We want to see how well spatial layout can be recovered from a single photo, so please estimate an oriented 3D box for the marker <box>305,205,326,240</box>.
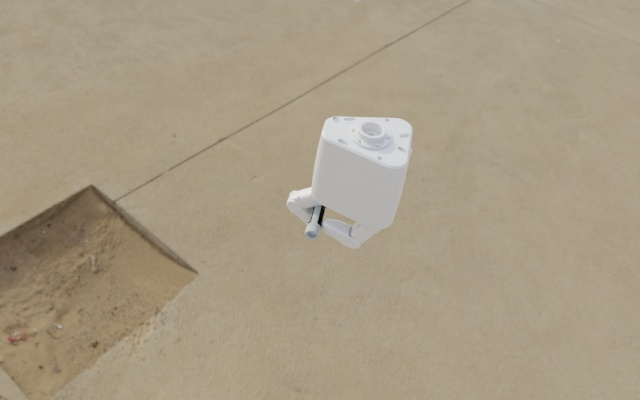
[{"bbox_3d":[0.000,0.002,0.658,0.020,0.121,0.020,8,-43,8],"label":"marker"}]
